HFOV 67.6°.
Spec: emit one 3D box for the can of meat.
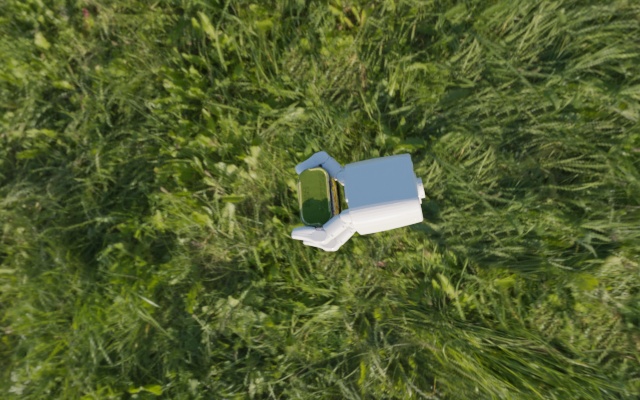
[{"bbox_3d":[0.000,0.002,0.790,0.057,0.102,0.084,-8,-14,12],"label":"can of meat"}]
